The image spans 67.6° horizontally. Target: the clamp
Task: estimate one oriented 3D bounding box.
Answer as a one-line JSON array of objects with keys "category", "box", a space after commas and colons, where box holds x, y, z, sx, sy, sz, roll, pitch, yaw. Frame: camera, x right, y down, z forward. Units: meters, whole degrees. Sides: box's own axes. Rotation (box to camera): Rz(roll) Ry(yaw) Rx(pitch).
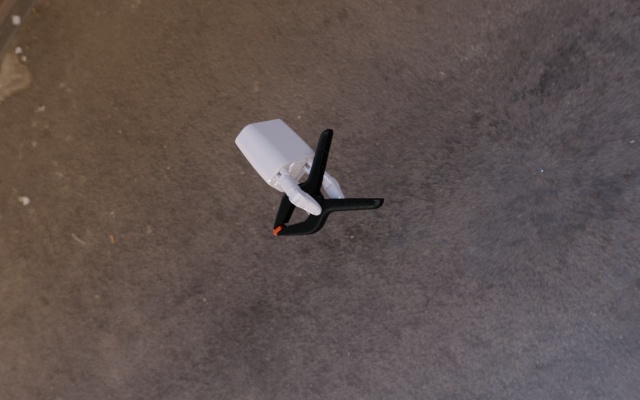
[{"category": "clamp", "box": [-0.001, 0.003, 0.842, 0.210, 0.164, 0.036, -48, -17, 20]}]
